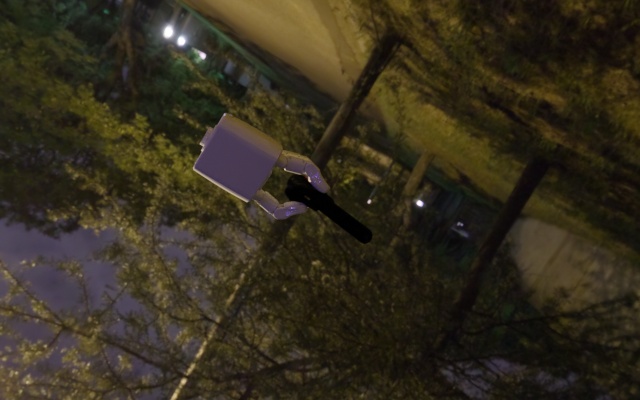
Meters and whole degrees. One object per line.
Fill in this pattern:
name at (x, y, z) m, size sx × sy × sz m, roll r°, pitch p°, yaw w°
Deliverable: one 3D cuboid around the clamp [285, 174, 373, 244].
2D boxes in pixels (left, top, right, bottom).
clamp at (-0.001, 0.003, 0.816) m, size 0.164 × 0.036 × 0.210 m, roll 33°, pitch 6°, yaw -16°
